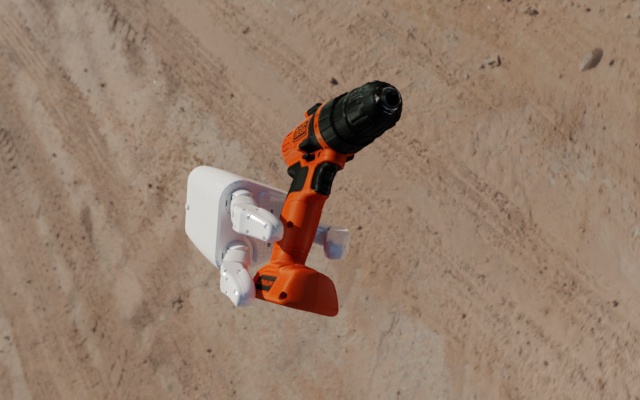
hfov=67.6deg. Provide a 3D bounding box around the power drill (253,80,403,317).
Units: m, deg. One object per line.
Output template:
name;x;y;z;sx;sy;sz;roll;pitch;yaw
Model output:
power drill;0.000;0.002;0.416;0.057;0.187;0.184;19;-15;-19
